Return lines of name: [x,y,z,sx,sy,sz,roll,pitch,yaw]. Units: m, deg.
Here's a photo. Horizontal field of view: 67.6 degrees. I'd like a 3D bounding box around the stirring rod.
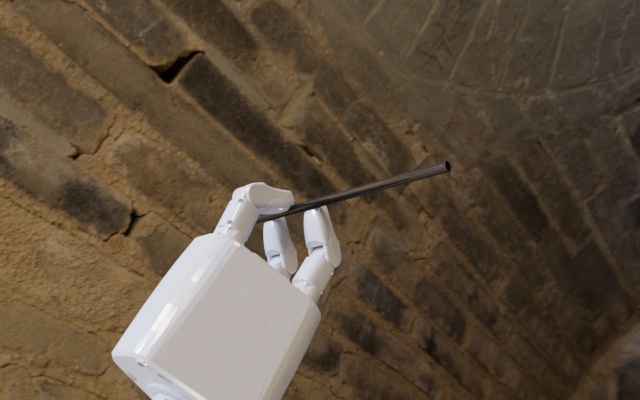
stirring rod: [0.000,0.001,0.408,0.239,0.011,0.011,-16,-10,40]
